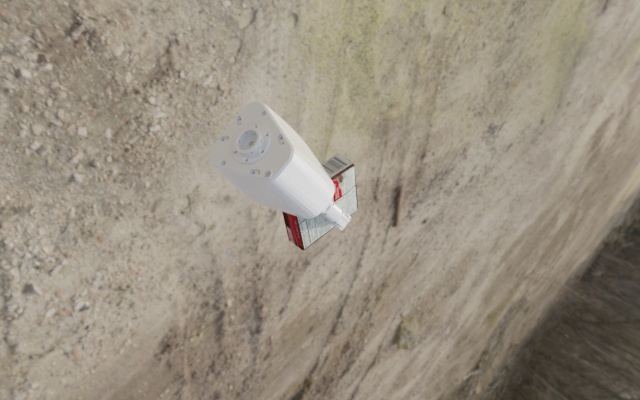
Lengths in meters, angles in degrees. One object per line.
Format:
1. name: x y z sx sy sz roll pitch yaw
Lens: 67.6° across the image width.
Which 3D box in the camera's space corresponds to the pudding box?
1. pudding box: 0.000 0.002 0.658 0.113 0.090 0.039 -34 49 -25
